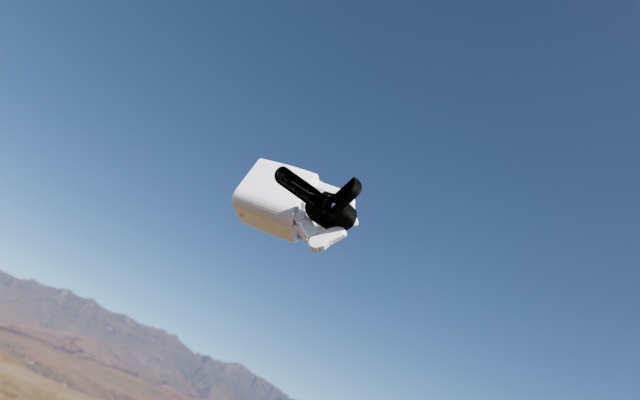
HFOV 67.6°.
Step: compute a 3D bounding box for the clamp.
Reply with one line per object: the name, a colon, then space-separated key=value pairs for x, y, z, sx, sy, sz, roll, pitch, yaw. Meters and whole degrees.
clamp: x=0.000 y=0.002 z=0.689 sx=0.120 sy=0.039 sz=0.172 roll=19 pitch=-24 yaw=13
